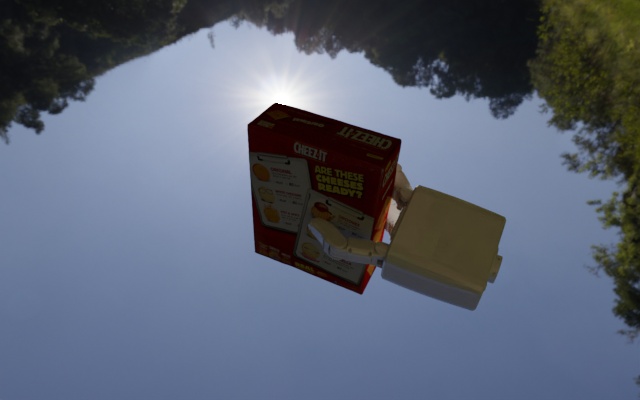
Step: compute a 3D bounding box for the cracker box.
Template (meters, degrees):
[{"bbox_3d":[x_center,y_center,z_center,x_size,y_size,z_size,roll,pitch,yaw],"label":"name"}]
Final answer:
[{"bbox_3d":[0.000,0.002,0.593,0.164,0.214,0.072,19,44,17],"label":"cracker box"}]
